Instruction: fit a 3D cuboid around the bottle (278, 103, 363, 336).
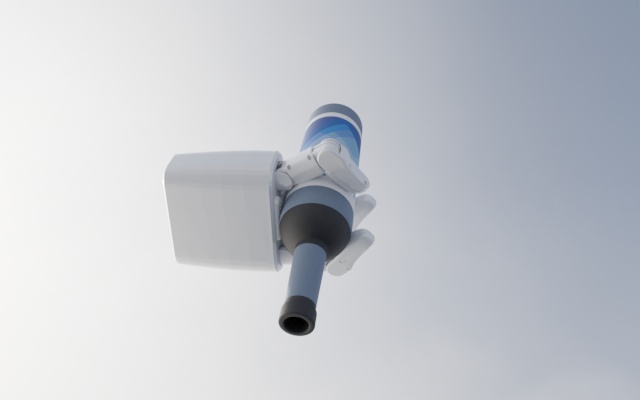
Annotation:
[{"bbox_3d":[0.000,0.001,0.462,0.069,0.069,0.295,0,37,9],"label":"bottle"}]
